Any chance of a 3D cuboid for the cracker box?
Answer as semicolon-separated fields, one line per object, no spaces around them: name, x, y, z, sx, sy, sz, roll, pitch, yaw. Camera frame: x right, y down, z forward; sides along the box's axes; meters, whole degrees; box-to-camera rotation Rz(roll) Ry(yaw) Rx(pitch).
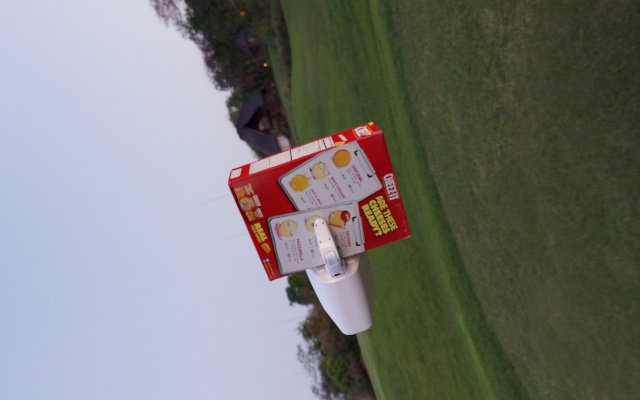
cracker box;0.000;0.002;0.672;0.214;0.164;0.072;-19;24;2
